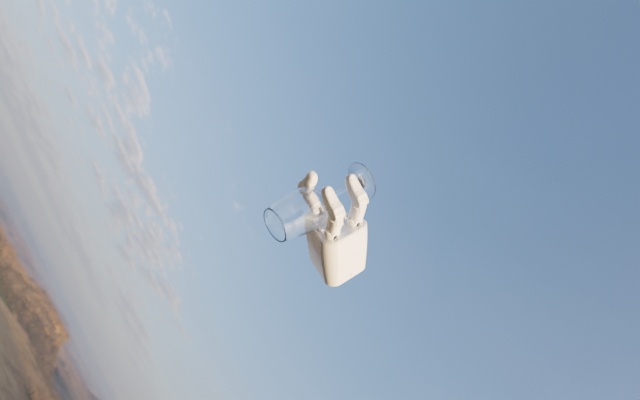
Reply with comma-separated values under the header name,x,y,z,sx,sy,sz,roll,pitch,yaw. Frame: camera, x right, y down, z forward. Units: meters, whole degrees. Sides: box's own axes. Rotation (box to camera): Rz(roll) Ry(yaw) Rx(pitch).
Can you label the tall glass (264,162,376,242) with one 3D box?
name,x,y,z,sx,sy,sz,roll,pitch,yaw
tall glass,0.001,0.002,0.834,0.201,0.079,0.079,-27,15,-31
